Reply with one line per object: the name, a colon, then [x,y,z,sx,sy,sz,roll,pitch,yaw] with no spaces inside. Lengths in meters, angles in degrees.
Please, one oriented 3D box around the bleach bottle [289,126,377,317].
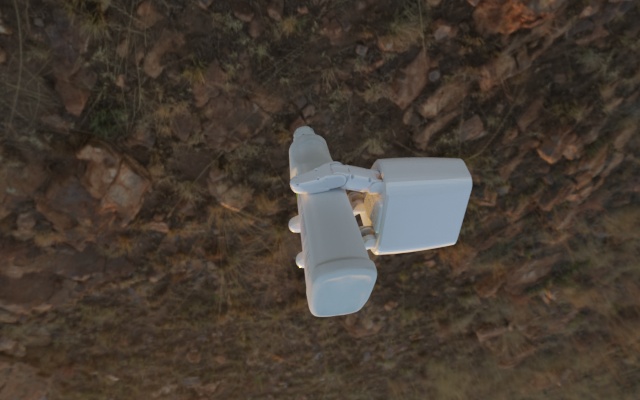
bleach bottle: [0.000,0.002,0.564,0.068,0.250,0.103,-4,-38,-11]
